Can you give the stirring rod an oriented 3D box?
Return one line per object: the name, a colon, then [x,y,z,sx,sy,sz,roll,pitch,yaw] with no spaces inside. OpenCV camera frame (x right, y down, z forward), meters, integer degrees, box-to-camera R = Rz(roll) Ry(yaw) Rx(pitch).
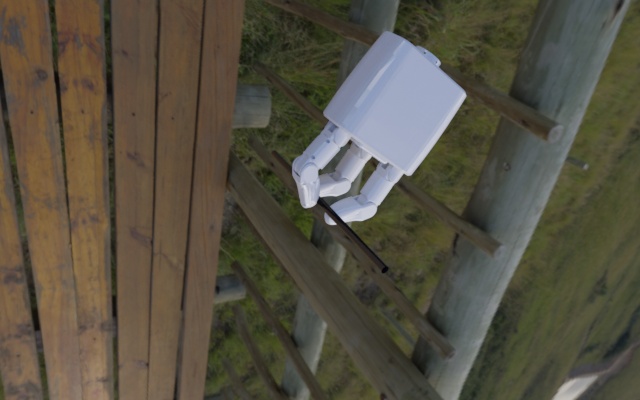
stirring rod: [0.000,0.002,0.521,0.011,0.011,0.239,0,31,-35]
